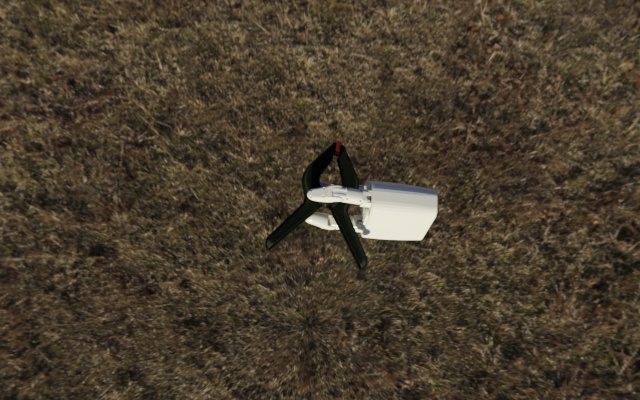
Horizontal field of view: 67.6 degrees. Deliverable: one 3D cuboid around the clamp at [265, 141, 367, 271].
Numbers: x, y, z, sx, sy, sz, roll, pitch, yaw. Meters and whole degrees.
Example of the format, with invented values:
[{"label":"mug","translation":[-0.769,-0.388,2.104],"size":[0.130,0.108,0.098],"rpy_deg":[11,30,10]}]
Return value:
[{"label":"clamp","translation":[0.000,0.002,0.779],"size":[0.164,0.210,0.036],"rpy_deg":[6,-15,-5]}]
